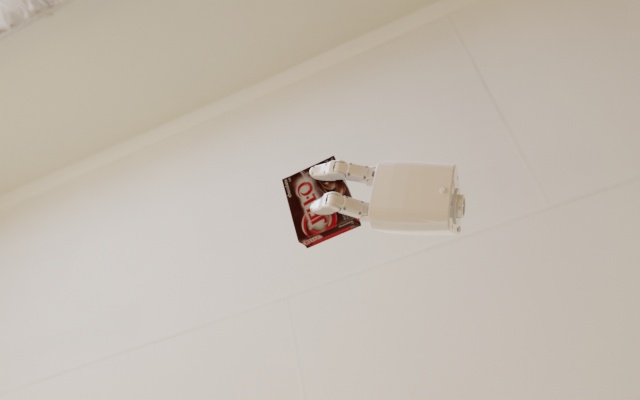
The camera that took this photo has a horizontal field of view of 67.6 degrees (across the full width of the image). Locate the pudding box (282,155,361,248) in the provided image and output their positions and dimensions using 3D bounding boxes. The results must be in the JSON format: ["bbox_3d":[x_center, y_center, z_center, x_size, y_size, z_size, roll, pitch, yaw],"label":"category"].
[{"bbox_3d":[0.000,0.002,0.703,0.090,0.113,0.039,-24,-33,11],"label":"pudding box"}]
